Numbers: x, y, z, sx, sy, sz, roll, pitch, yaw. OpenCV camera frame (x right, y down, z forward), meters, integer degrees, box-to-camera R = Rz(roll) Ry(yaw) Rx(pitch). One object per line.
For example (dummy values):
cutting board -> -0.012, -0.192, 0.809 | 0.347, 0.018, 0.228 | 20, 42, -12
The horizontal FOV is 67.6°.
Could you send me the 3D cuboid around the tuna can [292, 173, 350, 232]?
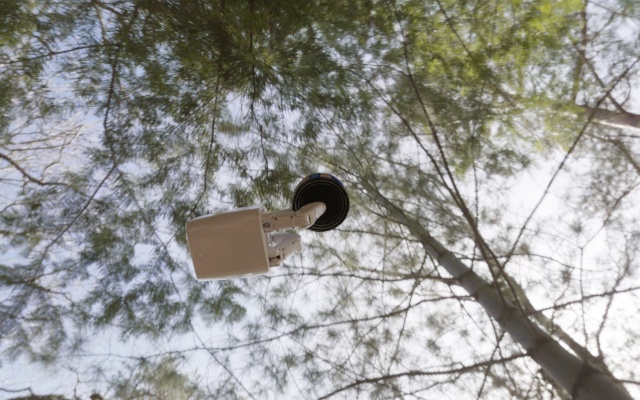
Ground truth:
tuna can -> 0.000, 0.002, 0.719 | 0.086, 0.086, 0.033 | 0, 18, -2
